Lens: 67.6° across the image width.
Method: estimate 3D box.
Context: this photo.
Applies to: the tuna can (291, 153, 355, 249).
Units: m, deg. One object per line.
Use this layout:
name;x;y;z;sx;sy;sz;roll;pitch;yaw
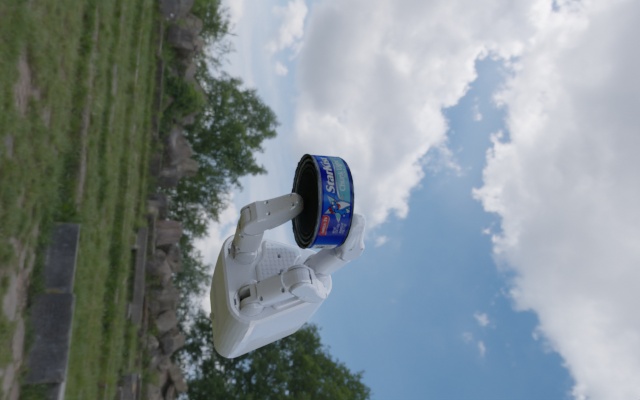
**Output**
tuna can;0.001;0.001;0.433;0.034;0.086;0.086;2;-1;-19
